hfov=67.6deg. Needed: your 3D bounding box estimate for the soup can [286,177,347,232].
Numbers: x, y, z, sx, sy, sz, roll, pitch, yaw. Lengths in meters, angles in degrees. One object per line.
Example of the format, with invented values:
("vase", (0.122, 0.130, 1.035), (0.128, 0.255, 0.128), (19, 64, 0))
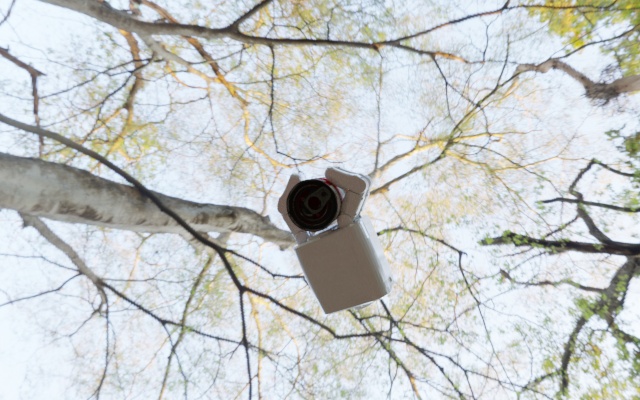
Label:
("soup can", (0.000, 0.002, 0.653), (0.068, 0.068, 0.102), (0, 5, 13))
